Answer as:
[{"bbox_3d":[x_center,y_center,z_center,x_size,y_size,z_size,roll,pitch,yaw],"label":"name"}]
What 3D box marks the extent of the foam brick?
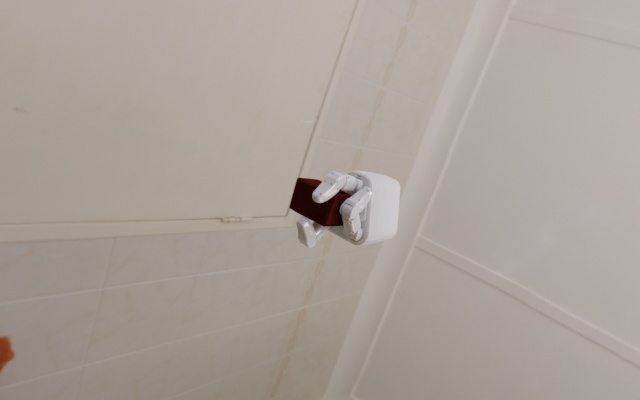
[{"bbox_3d":[0.000,0.002,0.745,0.078,0.053,0.051,27,16,34],"label":"foam brick"}]
